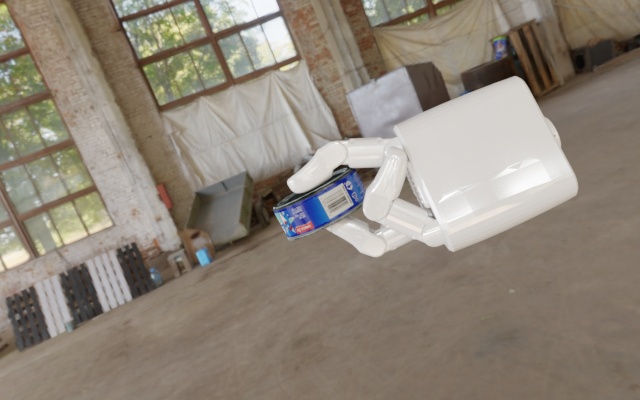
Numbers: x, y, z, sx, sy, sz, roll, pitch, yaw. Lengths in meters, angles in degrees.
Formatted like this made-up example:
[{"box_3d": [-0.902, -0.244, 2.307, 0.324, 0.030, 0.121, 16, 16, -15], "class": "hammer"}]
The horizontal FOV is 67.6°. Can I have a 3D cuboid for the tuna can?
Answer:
[{"box_3d": [0.000, 0.001, 0.441, 0.086, 0.034, 0.086, -27, 8, 4], "class": "tuna can"}]
